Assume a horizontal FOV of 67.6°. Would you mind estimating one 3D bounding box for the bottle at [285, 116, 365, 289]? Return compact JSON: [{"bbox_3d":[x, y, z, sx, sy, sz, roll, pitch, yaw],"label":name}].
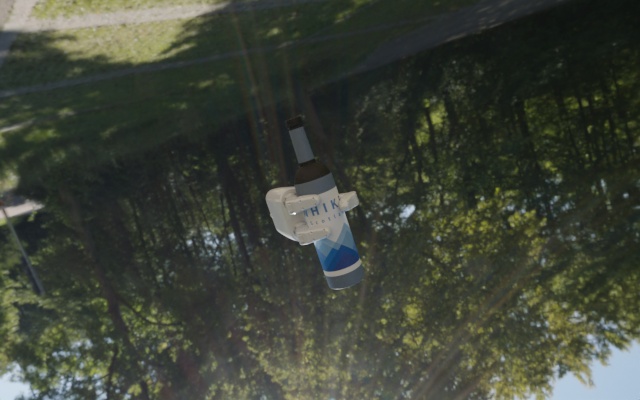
[{"bbox_3d":[0.000,0.003,0.808,0.069,0.296,0.069,-18,10,3],"label":"bottle"}]
